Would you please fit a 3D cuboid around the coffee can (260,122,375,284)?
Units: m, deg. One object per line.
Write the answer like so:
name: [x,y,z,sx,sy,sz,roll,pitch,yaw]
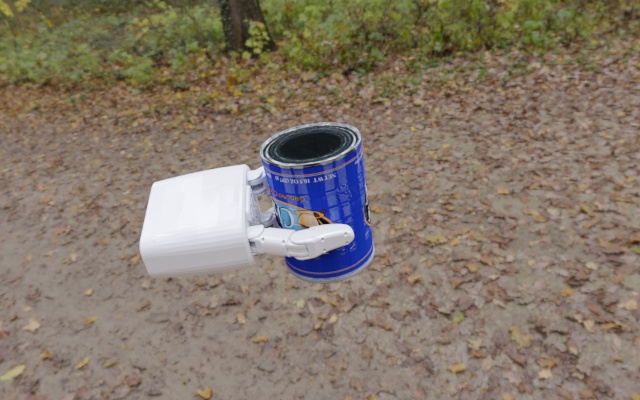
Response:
coffee can: [0.000,0.002,0.508,0.103,0.140,0.102,-7,30,4]
